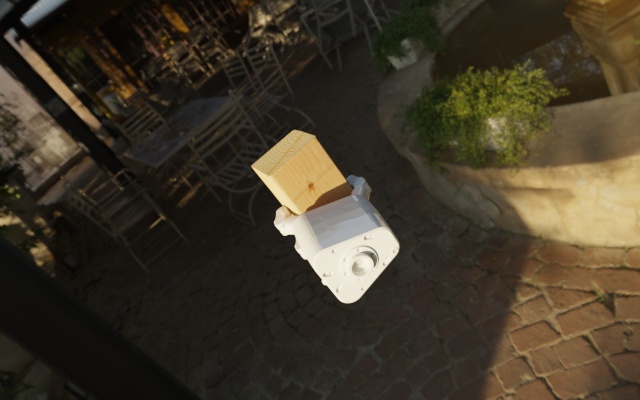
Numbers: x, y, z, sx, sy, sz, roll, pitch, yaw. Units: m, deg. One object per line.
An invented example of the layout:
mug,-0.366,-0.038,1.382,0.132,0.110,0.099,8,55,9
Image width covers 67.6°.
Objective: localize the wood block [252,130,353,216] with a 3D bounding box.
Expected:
wood block,0.000,0.002,0.740,0.091,0.206,0.090,-42,27,-10
